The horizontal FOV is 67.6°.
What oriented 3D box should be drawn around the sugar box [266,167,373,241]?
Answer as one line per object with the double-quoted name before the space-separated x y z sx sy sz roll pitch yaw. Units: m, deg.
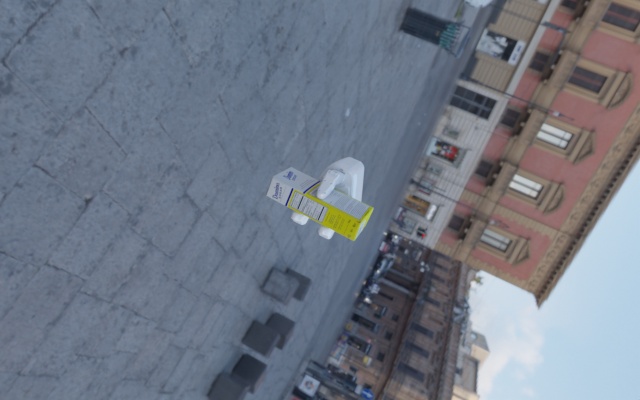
"sugar box" 0.000 0.003 0.856 0.176 0.048 0.093 25 21 11
